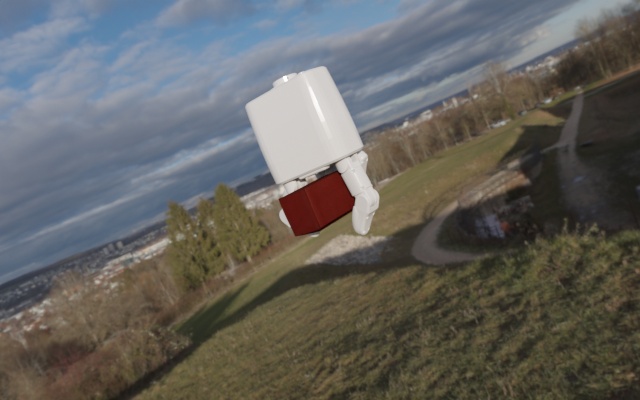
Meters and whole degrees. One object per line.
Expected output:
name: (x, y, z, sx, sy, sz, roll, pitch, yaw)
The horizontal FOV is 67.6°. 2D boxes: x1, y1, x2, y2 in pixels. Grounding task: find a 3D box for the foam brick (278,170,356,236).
foam brick: (0.000, 0.002, 0.569, 0.078, 0.051, 0.053, -29, 7, -41)
